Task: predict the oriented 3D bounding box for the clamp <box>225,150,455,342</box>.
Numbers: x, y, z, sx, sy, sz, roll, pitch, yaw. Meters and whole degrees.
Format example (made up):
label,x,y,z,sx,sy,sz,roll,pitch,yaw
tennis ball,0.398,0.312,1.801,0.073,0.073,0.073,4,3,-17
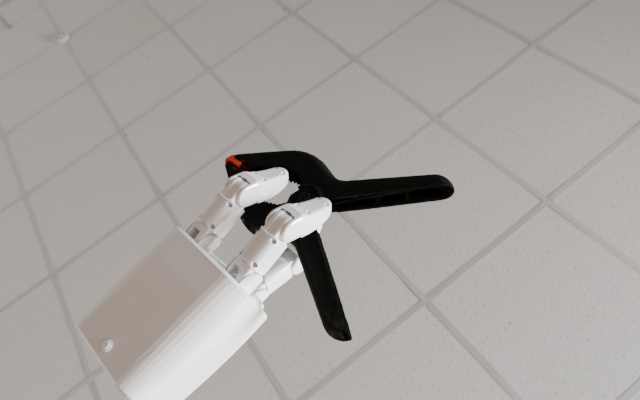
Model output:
label,x,y,z,sx,sy,sz,roll,pitch,yaw
clamp,0.000,0.002,0.429,0.210,0.164,0.036,35,-20,32
